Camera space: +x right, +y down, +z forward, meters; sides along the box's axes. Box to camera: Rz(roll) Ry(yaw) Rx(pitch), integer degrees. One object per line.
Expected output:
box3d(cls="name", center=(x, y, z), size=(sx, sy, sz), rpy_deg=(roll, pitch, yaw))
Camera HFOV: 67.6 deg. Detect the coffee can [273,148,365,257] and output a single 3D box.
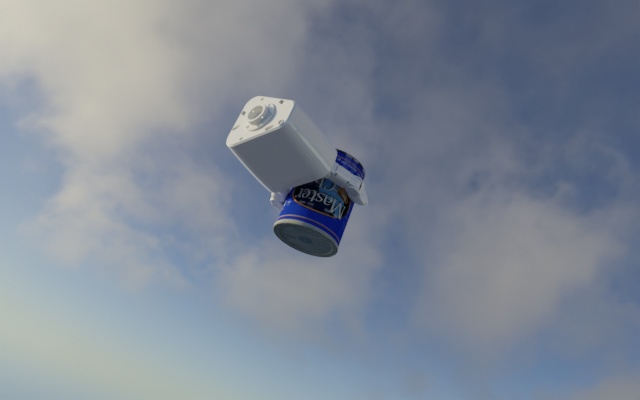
box3d(cls="coffee can", center=(0.000, 0.003, 0.740), size=(0.103, 0.140, 0.103), rpy_deg=(18, -27, 9))
